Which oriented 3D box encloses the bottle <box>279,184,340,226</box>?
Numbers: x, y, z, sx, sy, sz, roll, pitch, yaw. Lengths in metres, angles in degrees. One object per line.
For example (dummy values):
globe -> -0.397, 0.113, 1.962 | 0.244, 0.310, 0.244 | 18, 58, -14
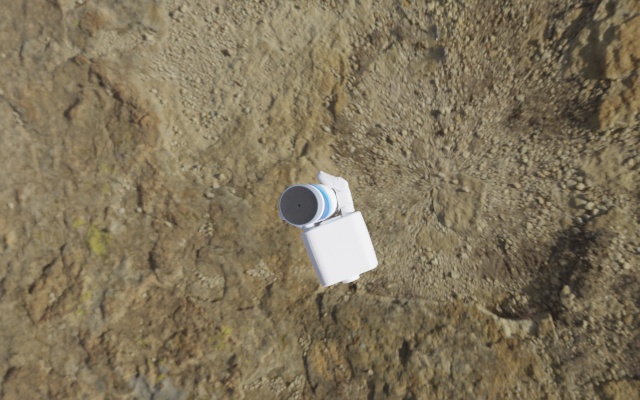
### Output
bottle -> 0.000, 0.003, 0.890 | 0.069, 0.069, 0.295 | 0, 2, 13
